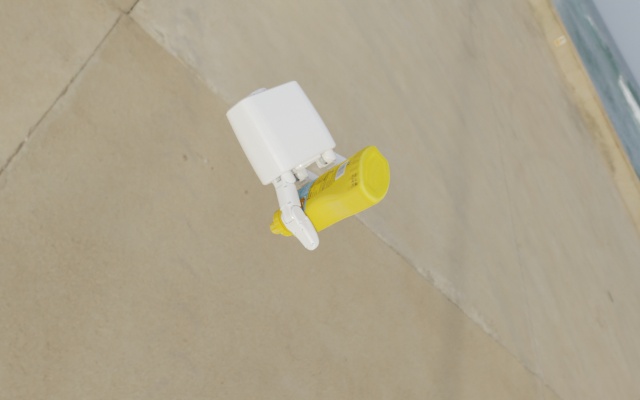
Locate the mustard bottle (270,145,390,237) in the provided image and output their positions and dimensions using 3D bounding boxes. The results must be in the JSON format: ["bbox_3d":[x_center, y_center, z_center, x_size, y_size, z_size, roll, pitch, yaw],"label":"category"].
[{"bbox_3d":[0.000,0.002,0.640,0.192,0.058,0.096,-29,26,35],"label":"mustard bottle"}]
